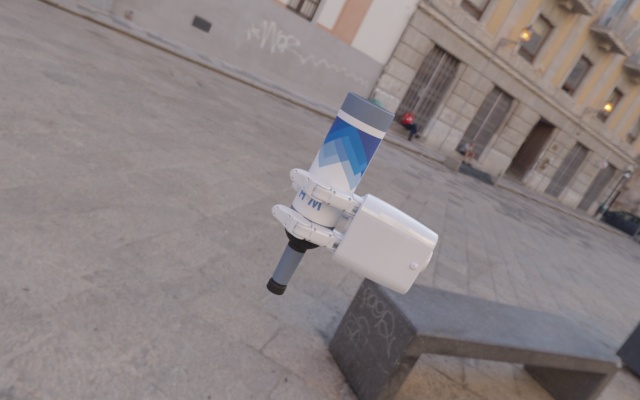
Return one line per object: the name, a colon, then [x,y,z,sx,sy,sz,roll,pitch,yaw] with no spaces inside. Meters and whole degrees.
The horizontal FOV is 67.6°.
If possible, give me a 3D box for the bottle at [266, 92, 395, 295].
bottle: [0.000,0.002,0.646,0.069,0.296,0.069,26,15,-7]
